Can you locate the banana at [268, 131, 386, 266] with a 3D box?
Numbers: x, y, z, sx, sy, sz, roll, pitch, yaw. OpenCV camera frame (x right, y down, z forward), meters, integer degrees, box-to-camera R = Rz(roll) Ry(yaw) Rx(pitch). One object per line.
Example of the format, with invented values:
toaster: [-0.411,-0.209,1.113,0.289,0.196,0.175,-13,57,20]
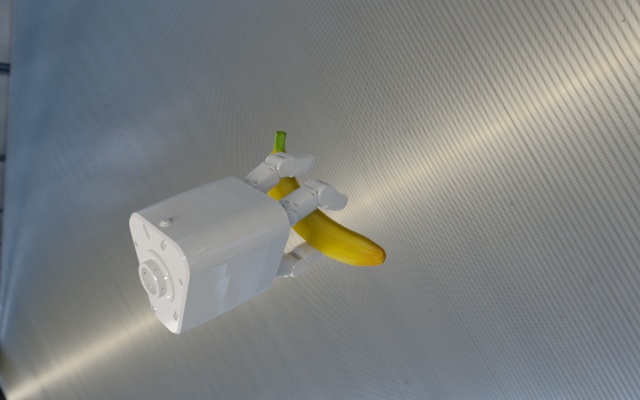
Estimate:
banana: [-0.010,0.012,0.534,0.037,0.197,0.070,-19,-29,-45]
